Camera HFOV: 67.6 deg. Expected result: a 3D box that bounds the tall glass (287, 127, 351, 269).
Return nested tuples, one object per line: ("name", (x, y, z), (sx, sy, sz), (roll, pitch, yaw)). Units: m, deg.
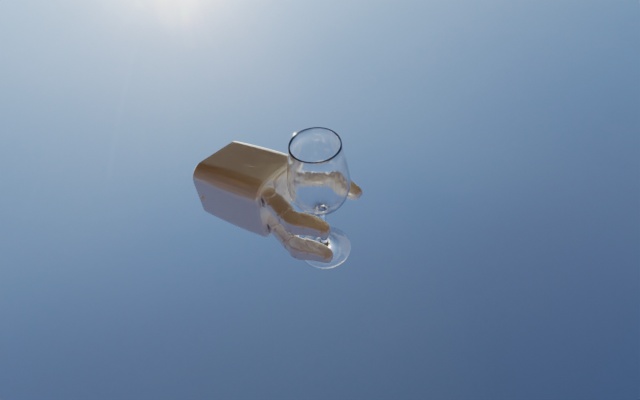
("tall glass", (0.000, 0.002, 0.616), (0.079, 0.079, 0.201), (0, -41, 5))
